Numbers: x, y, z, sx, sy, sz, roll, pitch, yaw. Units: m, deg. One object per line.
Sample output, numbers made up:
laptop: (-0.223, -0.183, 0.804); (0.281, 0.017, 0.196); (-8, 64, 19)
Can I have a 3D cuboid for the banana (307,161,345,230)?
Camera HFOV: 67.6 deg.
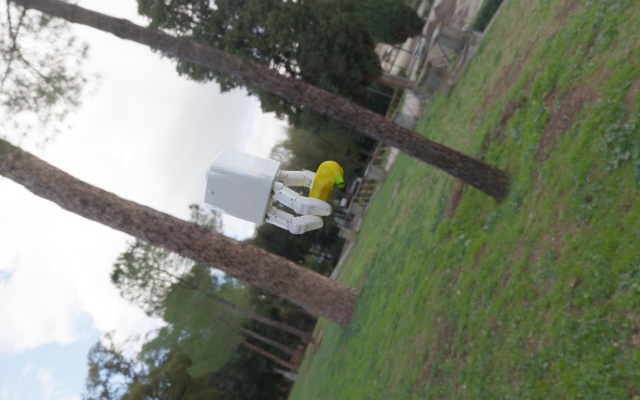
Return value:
banana: (0.003, -0.015, 0.811); (0.037, 0.069, 0.198); (12, -26, -8)
